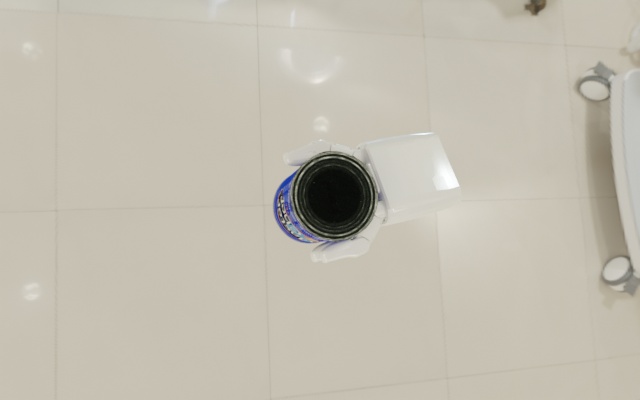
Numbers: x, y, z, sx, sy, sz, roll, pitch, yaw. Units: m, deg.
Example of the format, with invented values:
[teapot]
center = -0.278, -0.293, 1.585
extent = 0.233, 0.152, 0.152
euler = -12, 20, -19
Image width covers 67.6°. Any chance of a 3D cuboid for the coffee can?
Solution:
[coffee can]
center = 0.000, 0.002, 0.600
extent = 0.103, 0.103, 0.140
euler = 0, -6, -14
